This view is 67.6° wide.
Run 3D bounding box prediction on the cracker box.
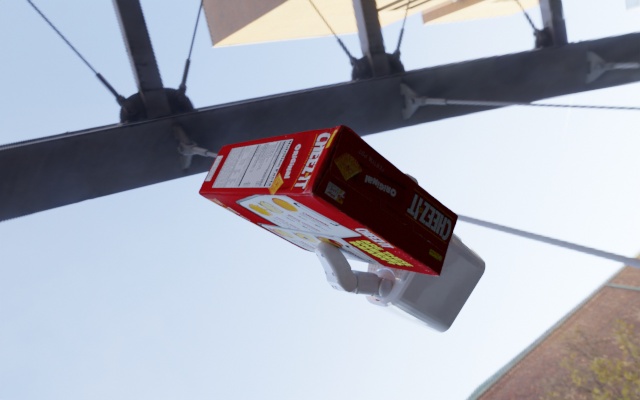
[{"bbox_3d":[0.000,0.002,0.480,0.164,0.072,0.213,32,-18,-33],"label":"cracker box"}]
